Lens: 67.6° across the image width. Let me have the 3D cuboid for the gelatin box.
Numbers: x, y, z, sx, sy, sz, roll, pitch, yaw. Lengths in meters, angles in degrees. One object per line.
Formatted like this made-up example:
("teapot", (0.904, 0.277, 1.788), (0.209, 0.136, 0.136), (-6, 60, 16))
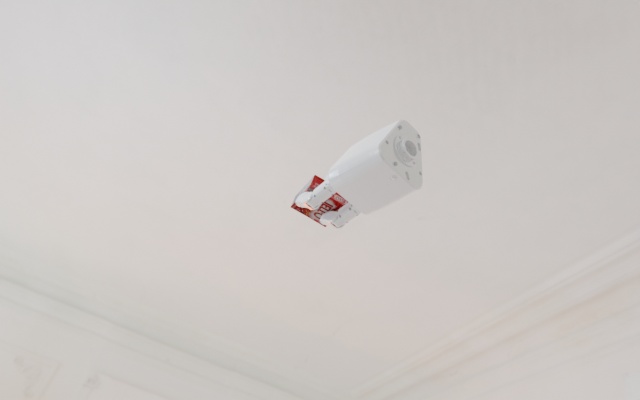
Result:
("gelatin box", (0.000, 0.002, 0.806), (0.073, 0.030, 0.089), (30, -34, -12))
